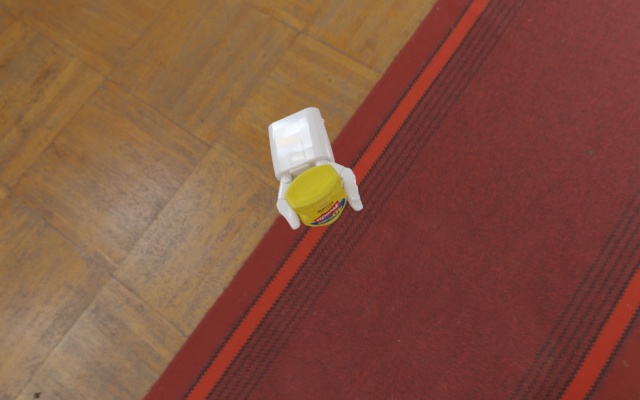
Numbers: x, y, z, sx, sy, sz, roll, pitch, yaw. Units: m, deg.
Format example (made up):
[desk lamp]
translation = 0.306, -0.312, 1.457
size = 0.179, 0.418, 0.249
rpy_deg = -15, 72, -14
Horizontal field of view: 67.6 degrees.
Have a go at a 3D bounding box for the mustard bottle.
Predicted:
[mustard bottle]
translation = 0.000, 0.003, 0.861
size = 0.096, 0.058, 0.192
rpy_deg = -36, -19, -2
